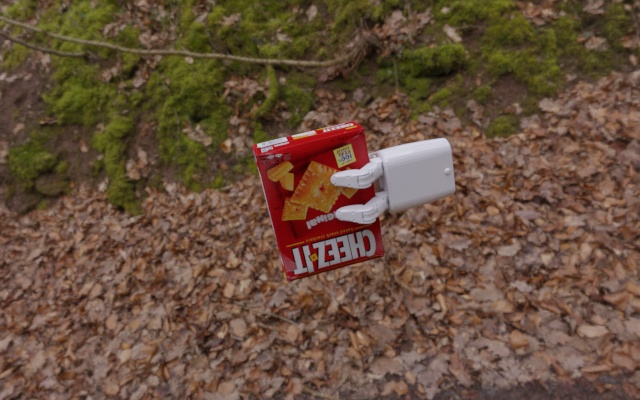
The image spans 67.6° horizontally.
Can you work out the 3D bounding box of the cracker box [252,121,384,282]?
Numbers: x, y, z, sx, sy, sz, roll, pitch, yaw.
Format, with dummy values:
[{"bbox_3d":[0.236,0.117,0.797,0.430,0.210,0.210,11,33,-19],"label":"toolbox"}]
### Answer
[{"bbox_3d":[0.000,0.002,0.737,0.164,0.214,0.072,-14,20,-6],"label":"cracker box"}]
